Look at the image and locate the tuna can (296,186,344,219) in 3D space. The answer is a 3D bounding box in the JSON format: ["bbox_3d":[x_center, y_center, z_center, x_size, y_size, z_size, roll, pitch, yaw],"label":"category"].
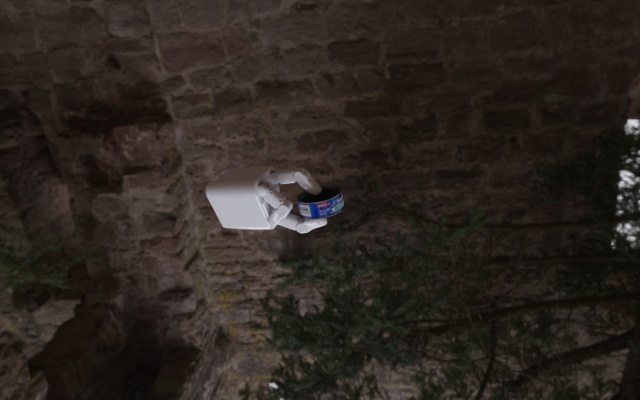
[{"bbox_3d":[0.000,0.003,0.883,0.086,0.034,0.086,-11,19,4],"label":"tuna can"}]
